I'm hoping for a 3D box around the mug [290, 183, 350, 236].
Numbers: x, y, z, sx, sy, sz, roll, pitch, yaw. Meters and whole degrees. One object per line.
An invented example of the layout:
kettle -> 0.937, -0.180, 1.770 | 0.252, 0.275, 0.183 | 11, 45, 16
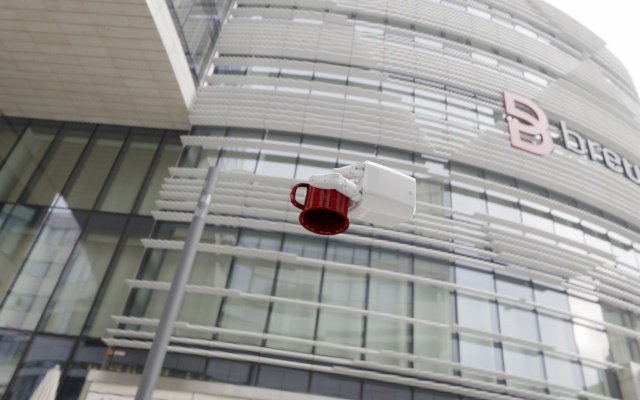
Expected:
mug -> -0.001, 0.002, 0.881 | 0.117, 0.081, 0.093 | 18, -36, -13
